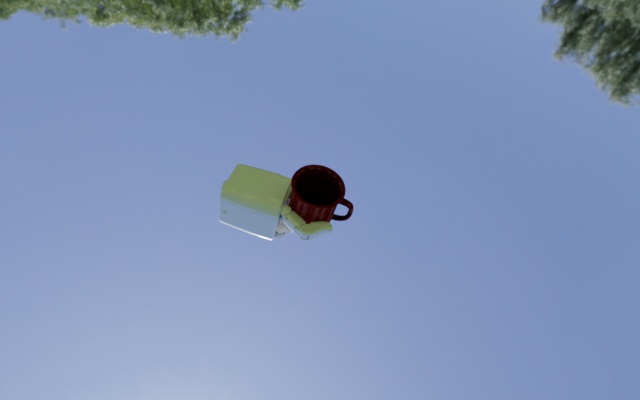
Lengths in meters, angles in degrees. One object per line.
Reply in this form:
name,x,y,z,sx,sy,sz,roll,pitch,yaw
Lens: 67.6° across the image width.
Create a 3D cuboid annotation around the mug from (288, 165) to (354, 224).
mug,0.001,0.003,0.827,0.117,0.093,0.082,19,-38,0
